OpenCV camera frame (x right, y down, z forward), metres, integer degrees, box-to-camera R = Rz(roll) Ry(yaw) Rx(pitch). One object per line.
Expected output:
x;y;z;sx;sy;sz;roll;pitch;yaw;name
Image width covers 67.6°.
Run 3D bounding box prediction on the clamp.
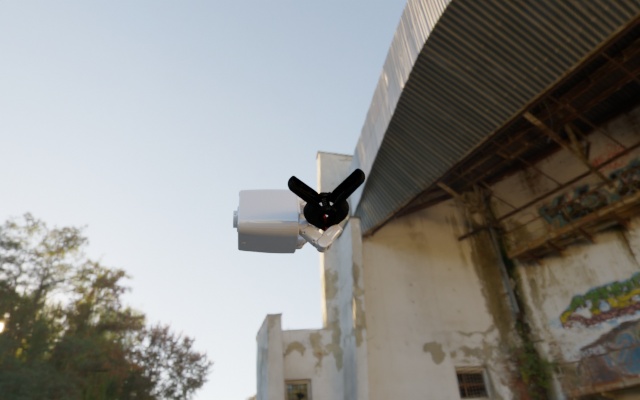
0.000;0.002;0.795;0.120;0.039;0.172;3;-34;-8;clamp
